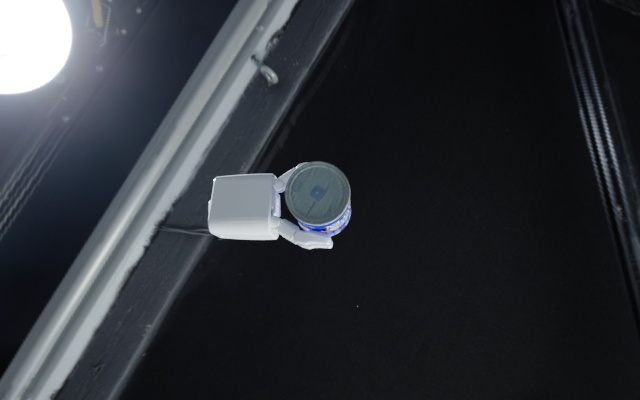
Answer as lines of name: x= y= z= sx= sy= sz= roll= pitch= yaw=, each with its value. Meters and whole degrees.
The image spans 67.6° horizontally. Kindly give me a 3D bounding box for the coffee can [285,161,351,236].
coffee can: x=0.000 y=0.003 z=0.809 sx=0.103 sy=0.102 sz=0.140 roll=0 pitch=-12 yaw=4
